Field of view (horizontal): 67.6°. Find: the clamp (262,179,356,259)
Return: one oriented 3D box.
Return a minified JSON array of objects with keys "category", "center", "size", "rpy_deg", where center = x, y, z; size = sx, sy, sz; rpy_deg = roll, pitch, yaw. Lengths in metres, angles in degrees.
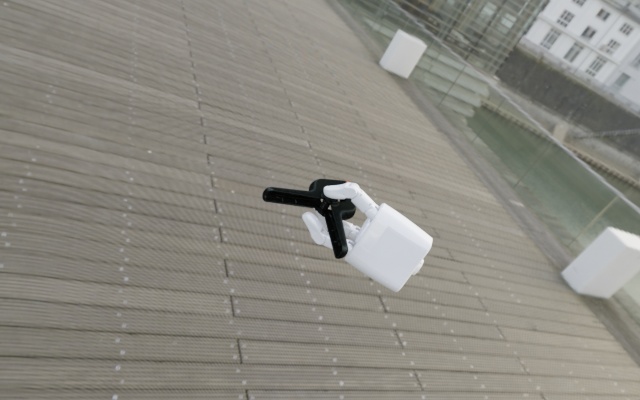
[{"category":"clamp","center":[0.001,0.002,0.824],"size":[0.164,0.036,0.210],"rpy_deg":[36,29,1]}]
